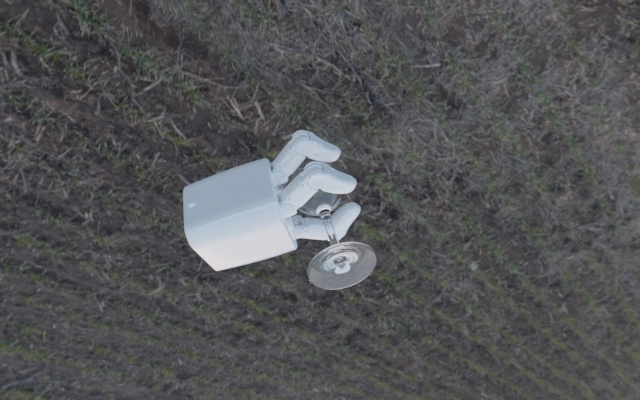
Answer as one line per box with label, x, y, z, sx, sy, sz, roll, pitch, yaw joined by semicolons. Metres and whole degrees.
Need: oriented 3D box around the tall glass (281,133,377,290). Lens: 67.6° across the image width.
tall glass;0.000;0.002;0.561;0.079;0.079;0.200;0;43;-17
